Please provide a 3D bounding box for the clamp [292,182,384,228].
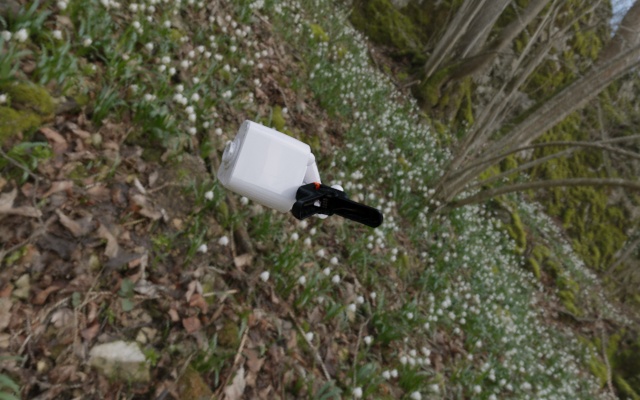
[{"bbox_3d":[0.000,0.002,0.670,0.120,0.039,0.171,11,7,-23],"label":"clamp"}]
